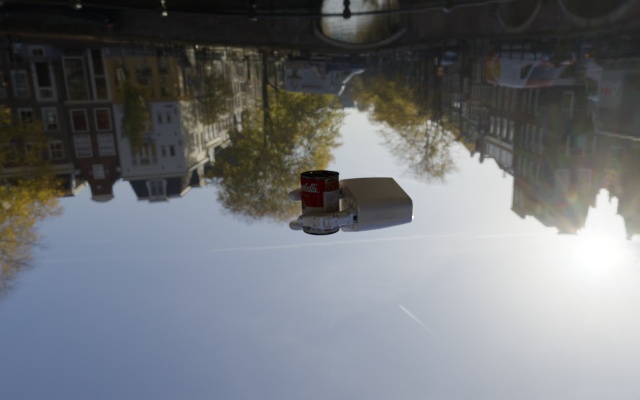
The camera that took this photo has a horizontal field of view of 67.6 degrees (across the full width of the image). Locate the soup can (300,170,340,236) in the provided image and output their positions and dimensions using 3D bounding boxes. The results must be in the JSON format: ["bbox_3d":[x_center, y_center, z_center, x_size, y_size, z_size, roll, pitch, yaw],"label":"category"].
[{"bbox_3d":[0.000,0.003,0.829,0.068,0.102,0.068,-1,14,0],"label":"soup can"}]
